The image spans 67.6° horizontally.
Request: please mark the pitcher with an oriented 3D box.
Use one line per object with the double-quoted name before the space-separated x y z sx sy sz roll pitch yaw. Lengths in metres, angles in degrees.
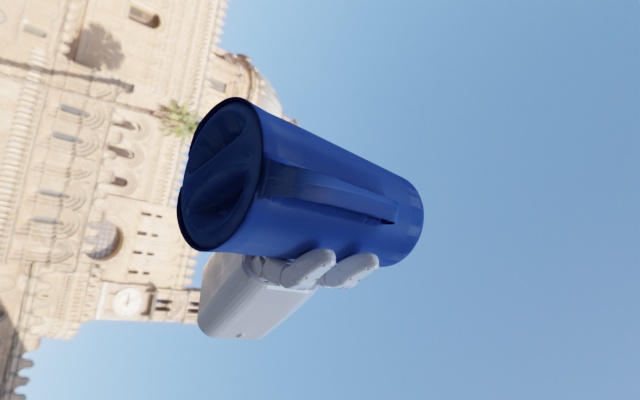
"pitcher" 0.000 0.002 0.468 0.243 0.149 0.145 15 -52 -41
